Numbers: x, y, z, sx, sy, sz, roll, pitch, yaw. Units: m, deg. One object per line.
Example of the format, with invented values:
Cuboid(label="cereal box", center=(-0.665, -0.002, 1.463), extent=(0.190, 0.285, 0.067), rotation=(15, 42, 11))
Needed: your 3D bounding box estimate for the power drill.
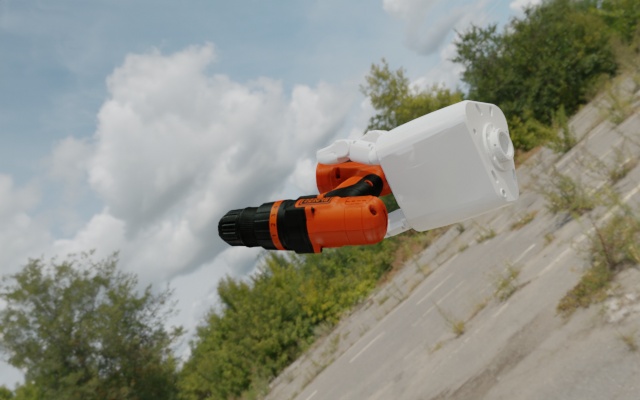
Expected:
Cuboid(label="power drill", center=(0.000, 0.002, 0.542), extent=(0.184, 0.057, 0.187), rotation=(-3, 21, 23))
